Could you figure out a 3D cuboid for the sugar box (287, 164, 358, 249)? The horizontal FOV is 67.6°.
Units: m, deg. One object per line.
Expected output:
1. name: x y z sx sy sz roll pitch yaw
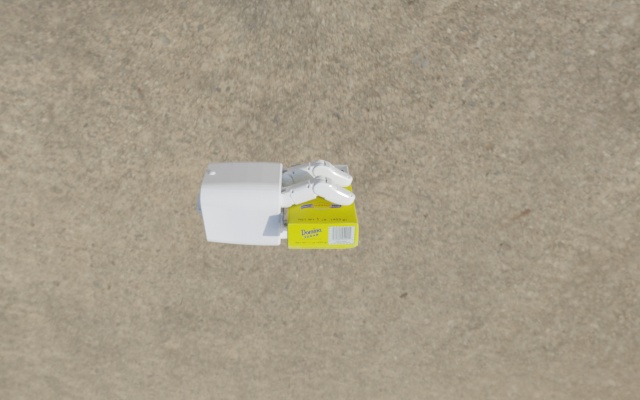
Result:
1. sugar box: 0.000 0.002 0.686 0.093 0.048 0.176 0 32 -3
